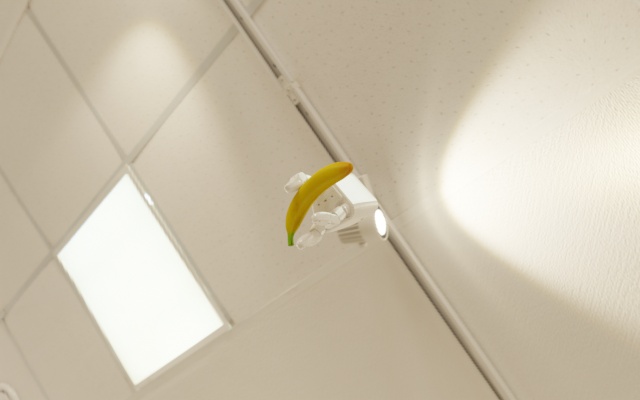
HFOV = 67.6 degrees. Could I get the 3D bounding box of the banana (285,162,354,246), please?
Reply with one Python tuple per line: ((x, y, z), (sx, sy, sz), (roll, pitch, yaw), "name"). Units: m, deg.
((-0.012, -0.007, 0.865), (0.037, 0.198, 0.069), (5, 39, -49), "banana")
